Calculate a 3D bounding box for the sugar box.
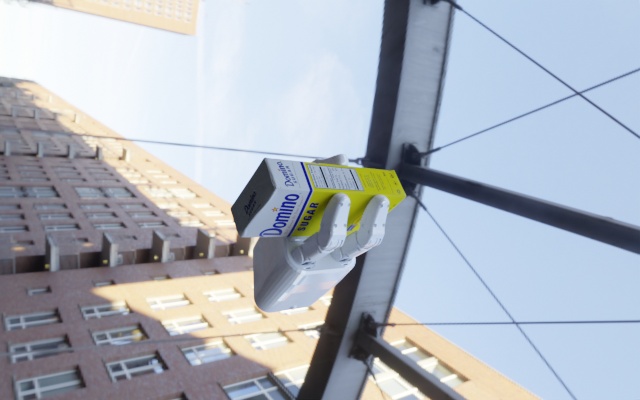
[{"bbox_3d":[0.000,0.002,0.531,0.176,0.048,0.093,-1,-34,-37],"label":"sugar box"}]
